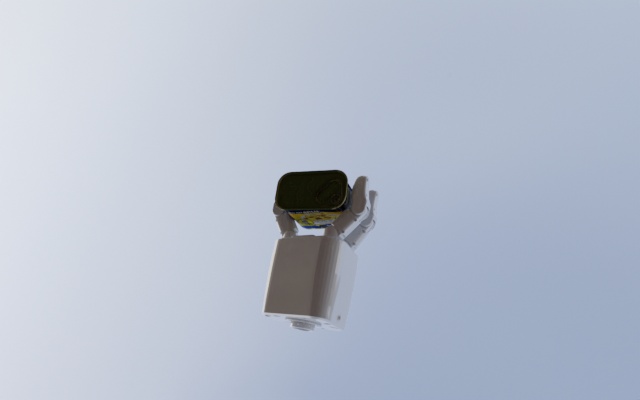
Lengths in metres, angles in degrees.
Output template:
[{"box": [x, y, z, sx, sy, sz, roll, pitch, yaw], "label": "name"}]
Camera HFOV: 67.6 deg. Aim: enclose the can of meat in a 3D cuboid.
[{"box": [0.000, 0.002, 0.671, 0.102, 0.057, 0.084, -2, -25, 20], "label": "can of meat"}]
